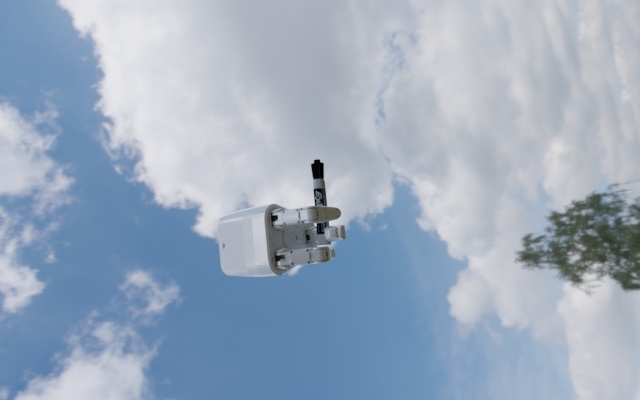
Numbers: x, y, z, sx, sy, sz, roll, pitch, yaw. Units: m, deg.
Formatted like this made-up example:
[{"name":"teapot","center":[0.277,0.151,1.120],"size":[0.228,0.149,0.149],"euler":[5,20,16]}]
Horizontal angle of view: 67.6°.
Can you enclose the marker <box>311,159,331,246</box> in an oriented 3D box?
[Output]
[{"name":"marker","center":[0.000,0.002,0.669],"size":[0.020,0.121,0.020],"euler":[-5,-6,-1]}]
